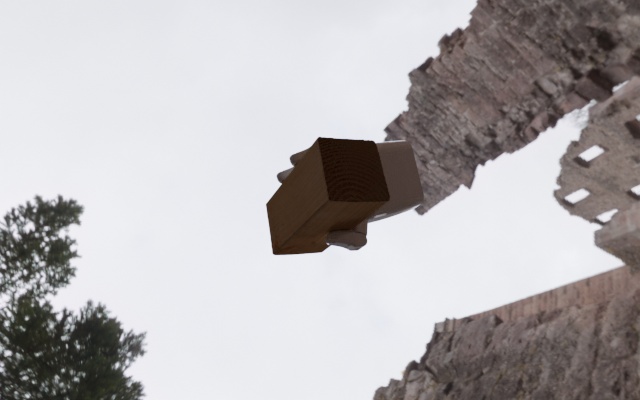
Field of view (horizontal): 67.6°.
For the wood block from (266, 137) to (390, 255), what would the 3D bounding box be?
[{"bbox_3d":[0.000,0.003,0.682,0.090,0.090,0.206,0,-24,-26],"label":"wood block"}]
